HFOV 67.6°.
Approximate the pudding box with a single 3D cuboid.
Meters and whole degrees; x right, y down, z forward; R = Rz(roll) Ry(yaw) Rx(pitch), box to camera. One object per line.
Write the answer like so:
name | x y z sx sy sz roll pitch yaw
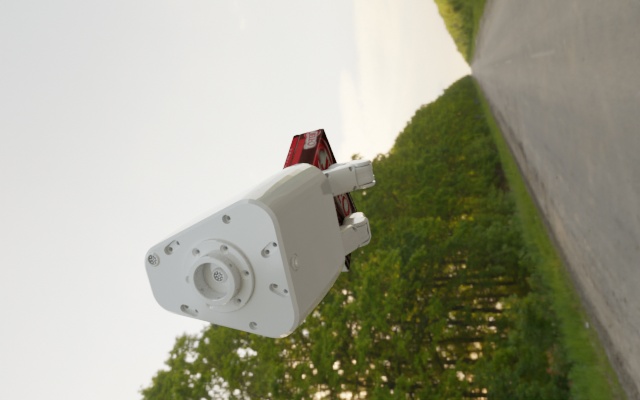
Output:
pudding box | 0.000 0.002 0.464 0.039 0.114 0.090 -8 39 19
